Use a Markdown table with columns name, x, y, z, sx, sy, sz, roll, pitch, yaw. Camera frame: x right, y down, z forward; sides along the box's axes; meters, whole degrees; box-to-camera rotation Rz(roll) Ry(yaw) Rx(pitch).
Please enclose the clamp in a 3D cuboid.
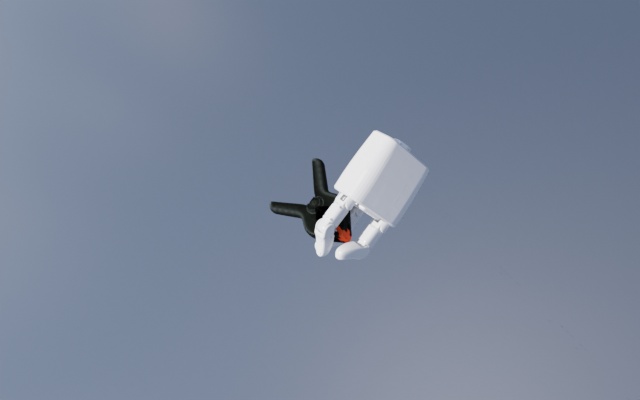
| name | x | y | z | sx | sy | sz | roll | pitch | yaw |
| --- | --- | --- | --- | --- | --- | --- | --- | --- | --- |
| clamp | 0.000 | 0.002 | 0.771 | 0.171 | 0.120 | 0.039 | 34 | 0 | 39 |
